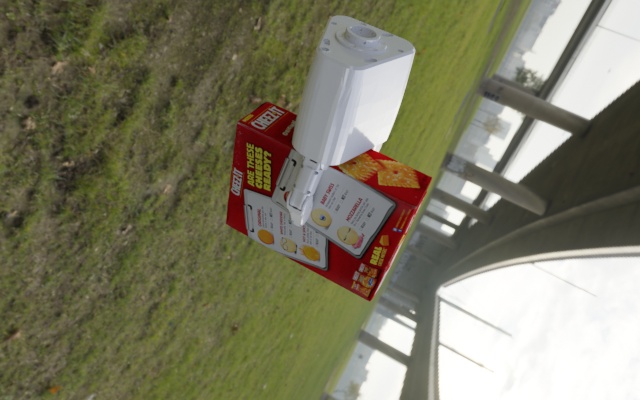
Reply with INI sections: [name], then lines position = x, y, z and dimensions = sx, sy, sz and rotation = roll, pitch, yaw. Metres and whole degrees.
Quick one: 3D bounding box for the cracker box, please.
[cracker box]
position = 0.000, 0.002, 0.568
dimensions = 0.213, 0.164, 0.072
rotation = 27, 42, 12
